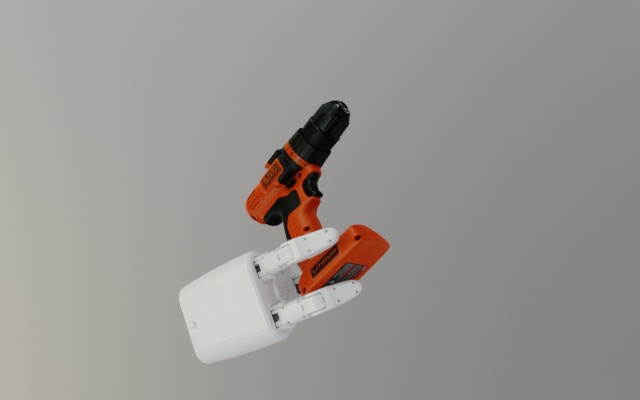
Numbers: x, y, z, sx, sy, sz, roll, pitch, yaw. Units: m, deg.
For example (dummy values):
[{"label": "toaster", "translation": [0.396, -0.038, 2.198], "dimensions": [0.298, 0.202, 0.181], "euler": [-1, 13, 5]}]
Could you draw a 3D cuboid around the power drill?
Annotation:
[{"label": "power drill", "translation": [0.000, 0.002, 0.537], "dimensions": [0.057, 0.184, 0.187], "euler": [15, 34, -42]}]
